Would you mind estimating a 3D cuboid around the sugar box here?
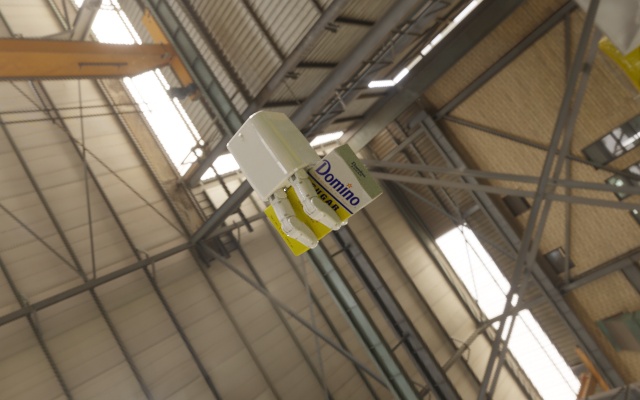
[{"bbox_3d":[0.000,0.002,0.726,0.176,0.093,0.048,-41,-6,37],"label":"sugar box"}]
